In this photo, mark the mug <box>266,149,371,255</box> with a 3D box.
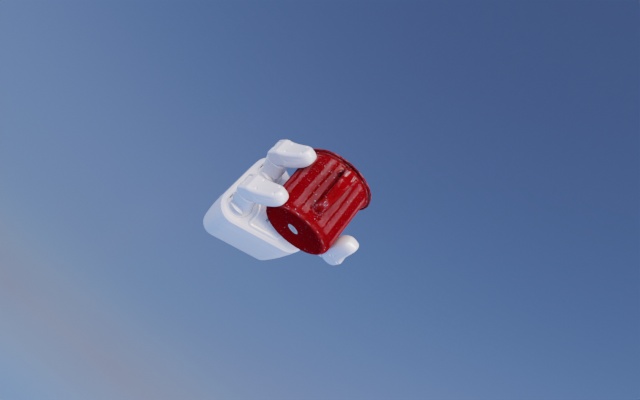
[{"bbox_3d":[0.001,0.002,0.509,0.081,0.093,0.117,-51,10,-28],"label":"mug"}]
